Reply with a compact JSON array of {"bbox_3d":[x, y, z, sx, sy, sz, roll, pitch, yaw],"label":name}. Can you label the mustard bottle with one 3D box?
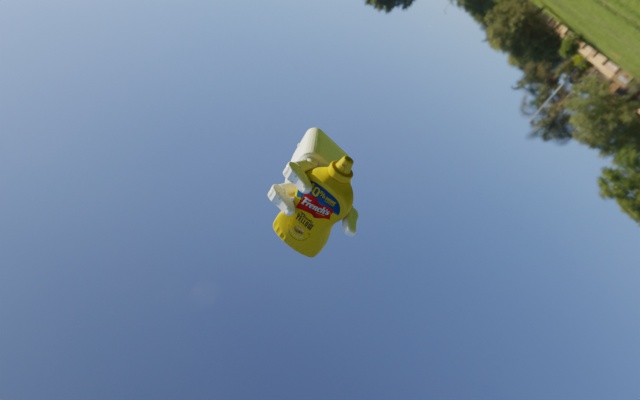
[{"bbox_3d":[0.000,0.003,0.795,0.096,0.192,0.058,39,33,8],"label":"mustard bottle"}]
